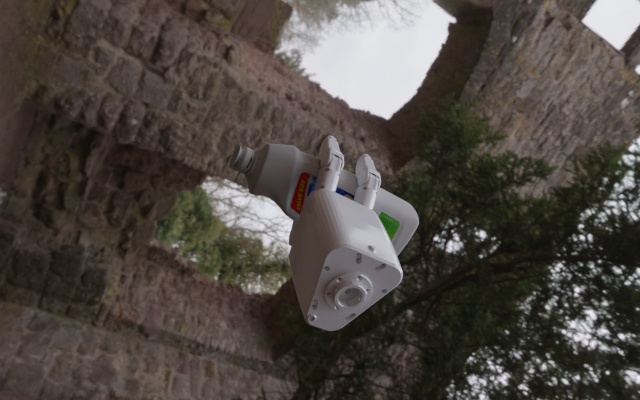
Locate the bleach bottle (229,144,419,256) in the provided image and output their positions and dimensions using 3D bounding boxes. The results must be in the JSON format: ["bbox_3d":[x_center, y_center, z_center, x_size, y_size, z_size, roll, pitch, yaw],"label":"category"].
[{"bbox_3d":[0.000,0.002,0.611,0.251,0.102,0.068,24,23,-23],"label":"bleach bottle"}]
